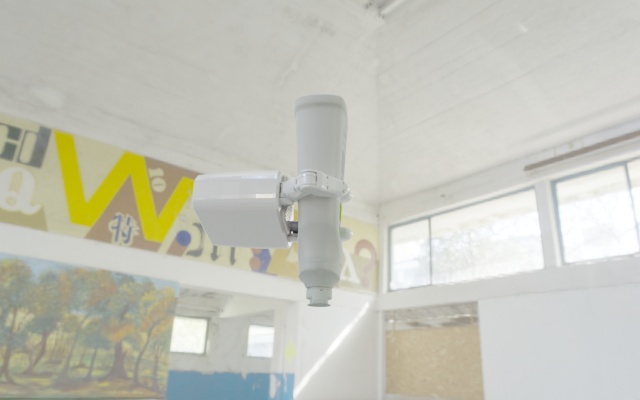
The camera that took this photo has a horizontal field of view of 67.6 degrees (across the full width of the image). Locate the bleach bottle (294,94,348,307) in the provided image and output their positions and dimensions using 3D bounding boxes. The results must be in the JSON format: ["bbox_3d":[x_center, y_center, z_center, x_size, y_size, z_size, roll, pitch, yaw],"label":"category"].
[{"bbox_3d":[0.000,0.002,0.591,0.068,0.250,0.103,-1,-20,7],"label":"bleach bottle"}]
